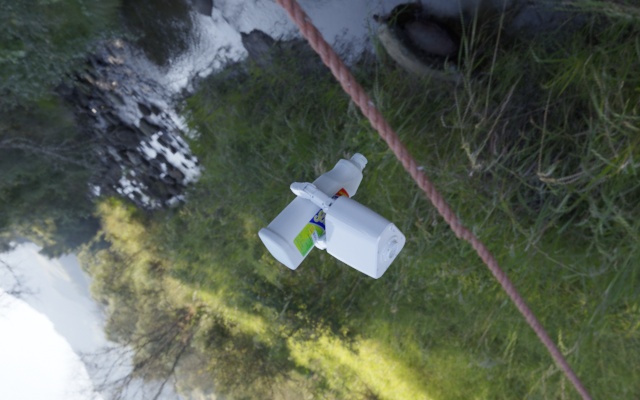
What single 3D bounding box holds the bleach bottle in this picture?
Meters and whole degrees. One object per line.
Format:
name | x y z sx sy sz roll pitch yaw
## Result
bleach bottle | 0.000 0.003 0.881 0.068 0.250 0.103 29 -22 31
